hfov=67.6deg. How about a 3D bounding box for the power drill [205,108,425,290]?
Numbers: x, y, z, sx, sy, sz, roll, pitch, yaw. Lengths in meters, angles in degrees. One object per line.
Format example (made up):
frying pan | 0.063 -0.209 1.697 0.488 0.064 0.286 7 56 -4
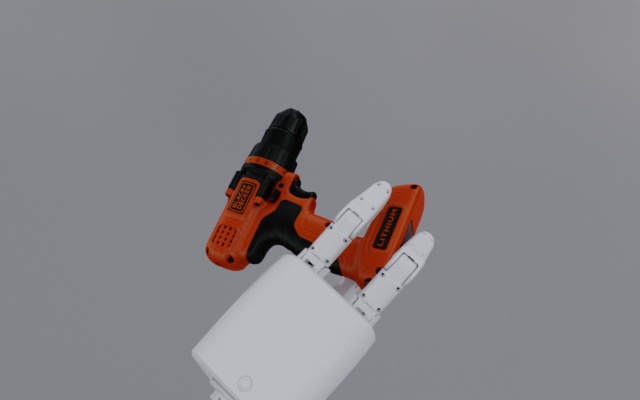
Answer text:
power drill | 0.000 0.002 0.463 0.187 0.184 0.057 15 -19 23
